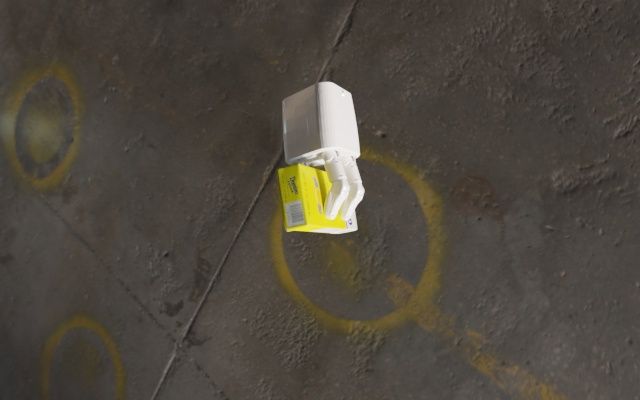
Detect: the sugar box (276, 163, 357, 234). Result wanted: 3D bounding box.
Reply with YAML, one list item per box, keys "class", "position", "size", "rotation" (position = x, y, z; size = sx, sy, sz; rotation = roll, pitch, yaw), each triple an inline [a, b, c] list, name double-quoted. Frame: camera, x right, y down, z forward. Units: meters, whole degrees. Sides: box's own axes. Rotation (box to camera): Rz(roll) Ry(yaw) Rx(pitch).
- class: "sugar box"
  position: [0.001, 0.002, 0.747]
  size: [0.048, 0.093, 0.176]
  rotation: [-13, -10, 28]
